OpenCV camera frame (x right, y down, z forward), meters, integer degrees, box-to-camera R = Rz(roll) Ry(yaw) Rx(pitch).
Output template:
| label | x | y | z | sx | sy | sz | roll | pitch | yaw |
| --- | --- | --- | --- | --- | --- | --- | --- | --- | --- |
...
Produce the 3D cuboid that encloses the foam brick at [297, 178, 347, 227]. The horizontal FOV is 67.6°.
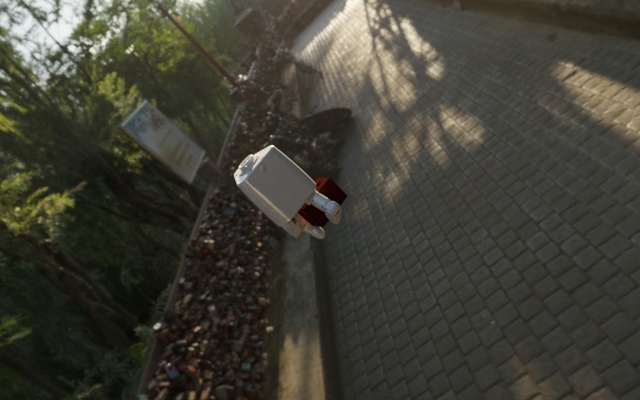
| label | x | y | z | sx | sy | sz | roll | pitch | yaw |
| --- | --- | --- | --- | --- | --- | --- | --- | --- | --- |
| foam brick | 0.000 | 0.003 | 0.872 | 0.051 | 0.078 | 0.053 | 44 | -16 | -19 |
